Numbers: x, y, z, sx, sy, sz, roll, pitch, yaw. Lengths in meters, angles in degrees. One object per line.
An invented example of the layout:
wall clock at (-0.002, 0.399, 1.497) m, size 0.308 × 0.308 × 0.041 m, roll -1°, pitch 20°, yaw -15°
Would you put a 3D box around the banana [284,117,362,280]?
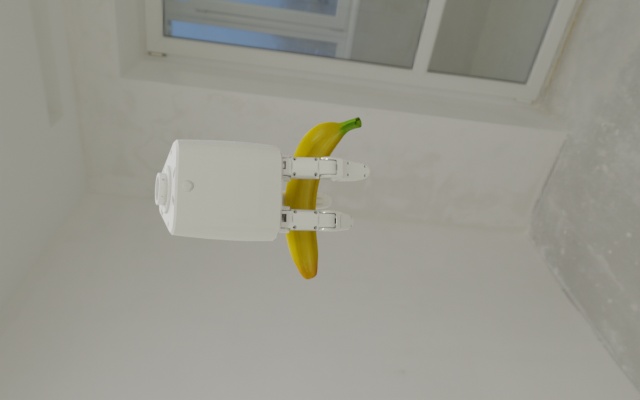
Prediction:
banana at (-0.012, -0.008, 0.556) m, size 0.037 × 0.198 × 0.069 m, roll 0°, pitch 21°, yaw -46°
